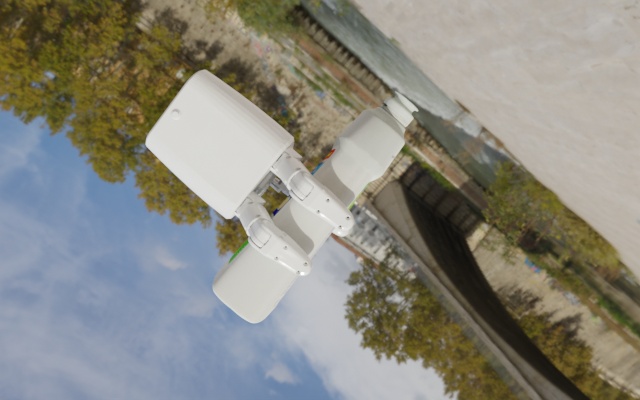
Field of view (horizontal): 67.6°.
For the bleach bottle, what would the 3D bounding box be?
[{"bbox_3d":[0.000,0.002,0.467,0.068,0.251,0.102,40,10,-2],"label":"bleach bottle"}]
